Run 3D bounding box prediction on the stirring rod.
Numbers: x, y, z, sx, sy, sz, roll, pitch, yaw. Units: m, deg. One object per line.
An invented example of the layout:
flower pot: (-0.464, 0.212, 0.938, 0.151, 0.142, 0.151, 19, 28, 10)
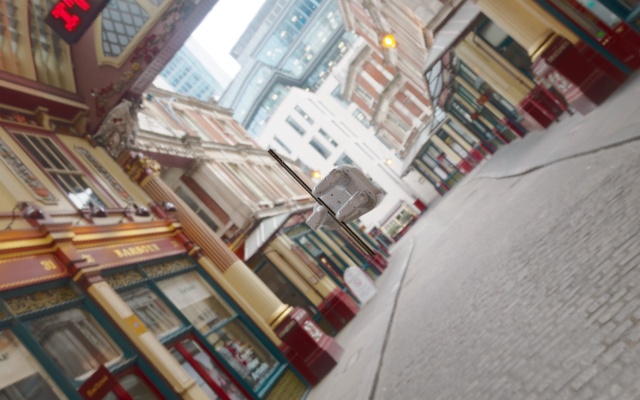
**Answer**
stirring rod: (0.000, 0.003, 0.762, 0.011, 0.239, 0.011, -43, -9, -9)
